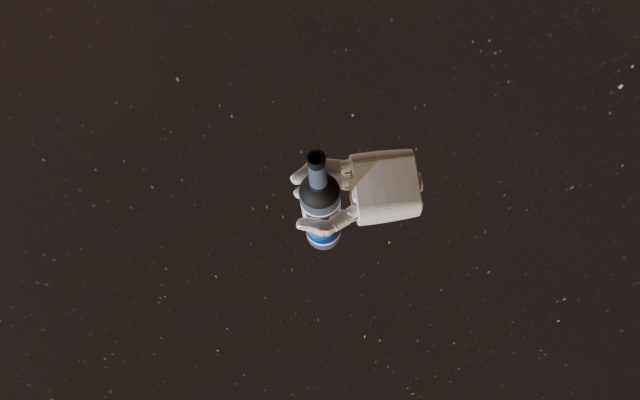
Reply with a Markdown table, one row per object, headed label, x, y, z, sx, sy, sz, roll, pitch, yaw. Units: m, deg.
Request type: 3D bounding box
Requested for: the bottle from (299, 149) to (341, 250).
| label | x | y | z | sx | sy | sz | roll | pitch | yaw |
| --- | --- | --- | --- | --- | --- | --- | --- | --- | --- |
| bottle | 0.000 | 0.003 | 0.791 | 0.069 | 0.069 | 0.296 | 0 | -25 | 3 |
